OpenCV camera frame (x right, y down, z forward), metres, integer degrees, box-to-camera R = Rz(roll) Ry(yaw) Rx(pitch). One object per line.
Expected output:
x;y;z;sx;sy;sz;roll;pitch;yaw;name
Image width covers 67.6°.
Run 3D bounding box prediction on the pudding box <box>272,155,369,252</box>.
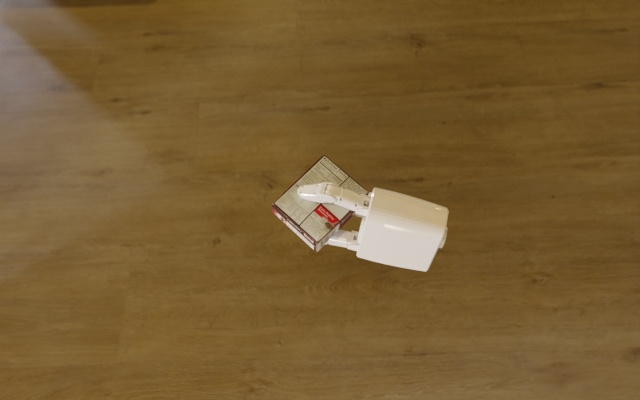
0.000;0.002;0.686;0.090;0.113;0.039;41;-20;14;pudding box
